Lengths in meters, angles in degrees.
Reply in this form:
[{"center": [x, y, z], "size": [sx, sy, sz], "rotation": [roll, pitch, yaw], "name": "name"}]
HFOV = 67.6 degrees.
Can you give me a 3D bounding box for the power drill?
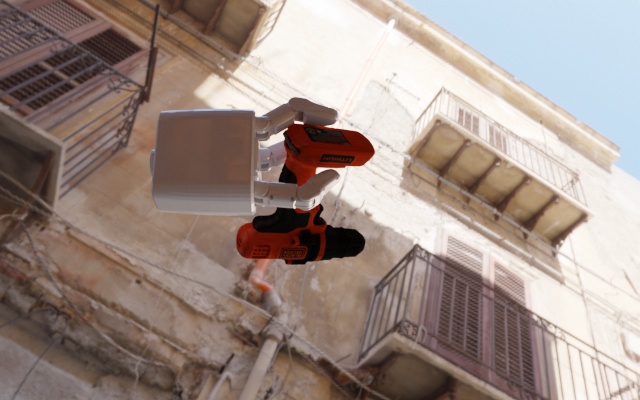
[{"center": [0.000, 0.002, 0.602], "size": [0.184, 0.188, 0.057], "rotation": [2, 34, -28], "name": "power drill"}]
